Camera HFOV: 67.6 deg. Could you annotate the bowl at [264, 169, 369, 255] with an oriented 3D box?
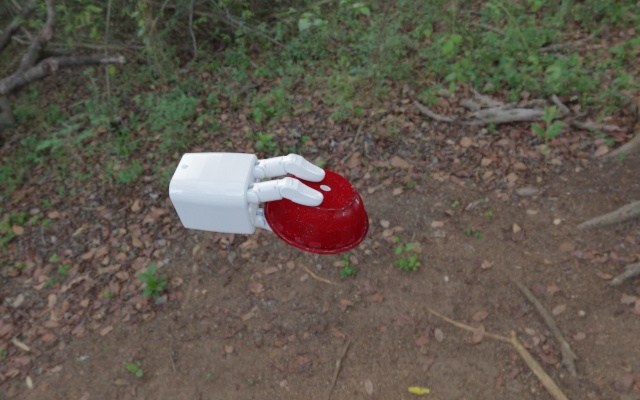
[{"bbox_3d":[0.001,0.002,0.704,0.162,0.055,0.162,9,40,-8],"label":"bowl"}]
